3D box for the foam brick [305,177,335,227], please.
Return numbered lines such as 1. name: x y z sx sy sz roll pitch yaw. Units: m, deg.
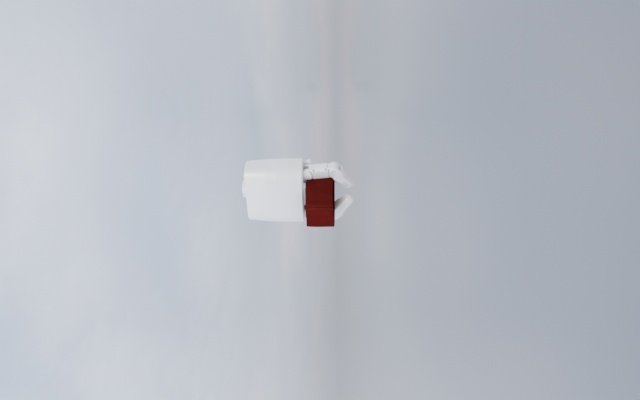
1. foam brick: 0.000 0.003 0.855 0.051 0.053 0.078 0 45 1
